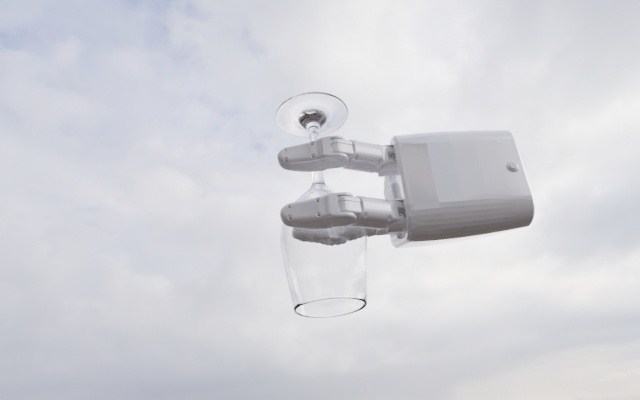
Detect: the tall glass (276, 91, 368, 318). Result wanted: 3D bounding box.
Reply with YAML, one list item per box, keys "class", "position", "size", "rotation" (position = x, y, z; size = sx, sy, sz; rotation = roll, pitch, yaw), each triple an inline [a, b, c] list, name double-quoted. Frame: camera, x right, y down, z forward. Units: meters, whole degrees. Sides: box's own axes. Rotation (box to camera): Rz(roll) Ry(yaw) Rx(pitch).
- class: "tall glass"
  position: [0.000, 0.001, 0.442]
  size: [0.079, 0.201, 0.079]
  rotation: [-4, -27, -2]
